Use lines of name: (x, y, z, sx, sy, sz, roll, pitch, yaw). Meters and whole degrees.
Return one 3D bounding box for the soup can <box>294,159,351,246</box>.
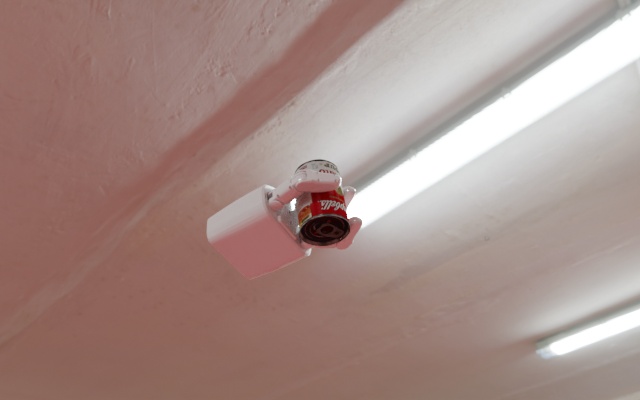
soup can: (0.000, 0.002, 0.655, 0.068, 0.102, 0.069, -5, -40, -4)
